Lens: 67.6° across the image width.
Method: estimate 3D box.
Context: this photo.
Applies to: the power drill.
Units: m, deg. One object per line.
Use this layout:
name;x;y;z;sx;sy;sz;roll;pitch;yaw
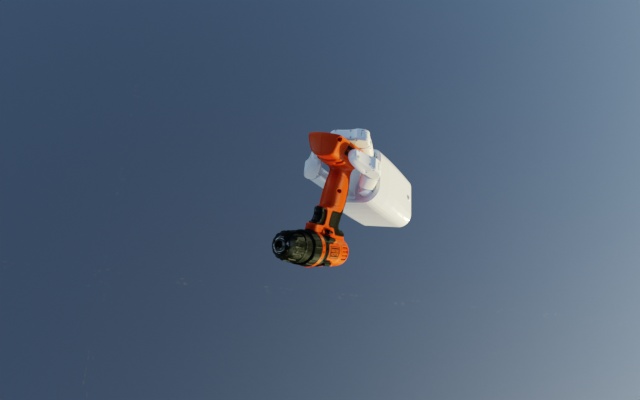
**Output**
power drill;0.000;0.002;0.679;0.057;0.187;0.184;11;-4;25
